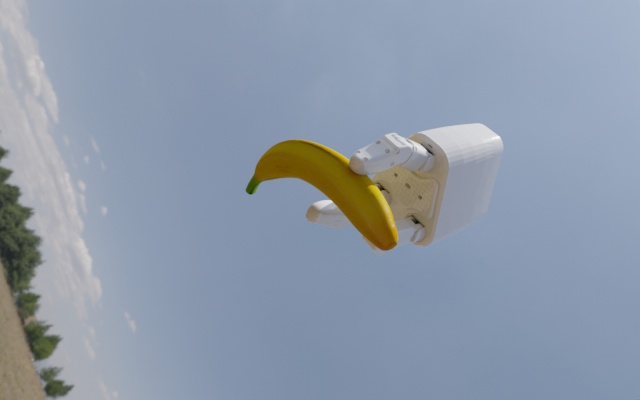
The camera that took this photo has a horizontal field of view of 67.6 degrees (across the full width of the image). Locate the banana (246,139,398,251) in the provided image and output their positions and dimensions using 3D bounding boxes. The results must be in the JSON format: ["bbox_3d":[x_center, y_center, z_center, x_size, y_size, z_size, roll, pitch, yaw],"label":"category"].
[{"bbox_3d":[-0.001,-0.017,0.440,0.037,0.070,0.197,-13,23,-40],"label":"banana"}]
